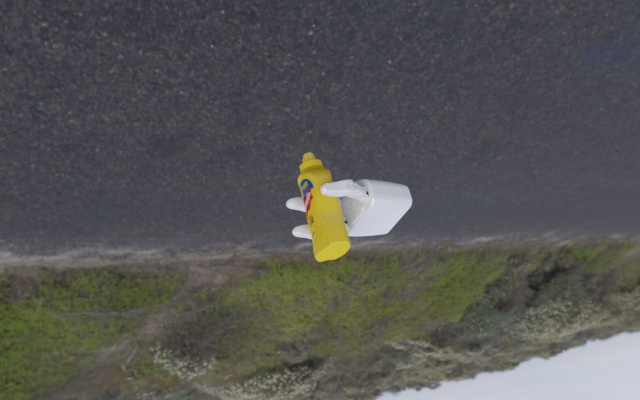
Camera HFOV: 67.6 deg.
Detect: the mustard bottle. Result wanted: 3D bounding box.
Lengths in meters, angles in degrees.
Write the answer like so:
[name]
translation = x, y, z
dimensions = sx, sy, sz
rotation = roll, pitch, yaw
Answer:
[mustard bottle]
translation = 0.000, 0.003, 0.832
dimensions = 0.058, 0.191, 0.096
rotation = -8, -22, -15
